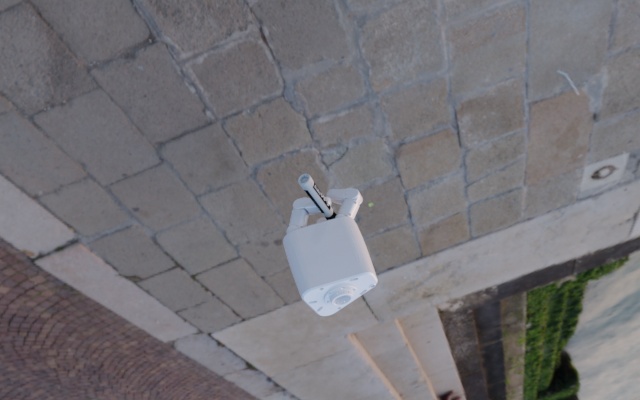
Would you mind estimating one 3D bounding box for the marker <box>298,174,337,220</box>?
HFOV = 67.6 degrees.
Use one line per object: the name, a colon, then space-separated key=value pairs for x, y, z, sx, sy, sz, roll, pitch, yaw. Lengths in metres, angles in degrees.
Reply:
marker: x=0.000 y=0.002 z=0.707 sx=0.020 sy=0.020 sz=0.121 roll=0 pitch=-32 yaw=27
